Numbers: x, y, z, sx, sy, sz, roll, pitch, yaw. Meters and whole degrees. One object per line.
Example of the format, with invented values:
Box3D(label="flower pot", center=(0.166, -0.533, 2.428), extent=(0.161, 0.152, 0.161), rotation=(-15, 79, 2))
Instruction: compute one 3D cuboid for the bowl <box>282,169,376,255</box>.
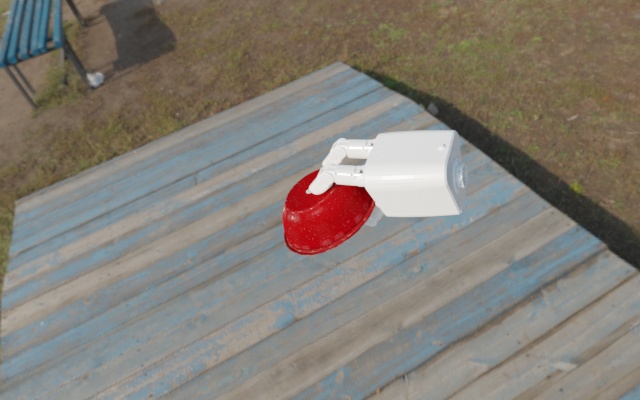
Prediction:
Box3D(label="bowl", center=(-0.001, 0.002, 0.710), extent=(0.162, 0.162, 0.055), rotation=(0, -43, 45))
